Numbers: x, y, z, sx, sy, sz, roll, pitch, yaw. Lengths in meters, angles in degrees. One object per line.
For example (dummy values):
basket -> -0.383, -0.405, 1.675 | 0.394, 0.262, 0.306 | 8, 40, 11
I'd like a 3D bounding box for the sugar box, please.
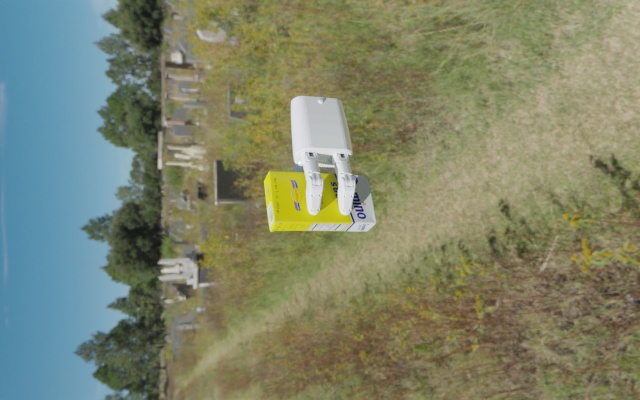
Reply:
sugar box -> 0.000, 0.002, 0.788 | 0.176, 0.093, 0.048 | 0, -25, -19
